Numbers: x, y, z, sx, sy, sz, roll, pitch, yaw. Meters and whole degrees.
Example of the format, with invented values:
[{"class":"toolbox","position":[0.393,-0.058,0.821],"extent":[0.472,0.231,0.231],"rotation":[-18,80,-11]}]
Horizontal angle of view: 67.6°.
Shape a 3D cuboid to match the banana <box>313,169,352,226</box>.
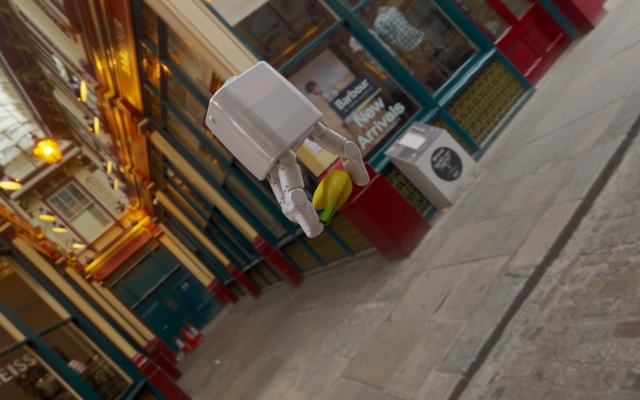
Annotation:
[{"class":"banana","position":[0.013,-0.012,0.653],"extent":[0.037,0.069,0.198],"rotation":[42,2,-3]}]
